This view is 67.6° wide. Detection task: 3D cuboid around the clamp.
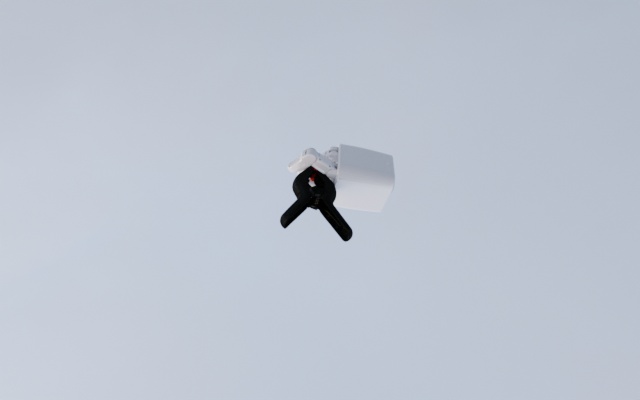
[{"bbox_3d":[0.000,0.003,0.812,0.120,0.039,0.171,23,39,-12],"label":"clamp"}]
